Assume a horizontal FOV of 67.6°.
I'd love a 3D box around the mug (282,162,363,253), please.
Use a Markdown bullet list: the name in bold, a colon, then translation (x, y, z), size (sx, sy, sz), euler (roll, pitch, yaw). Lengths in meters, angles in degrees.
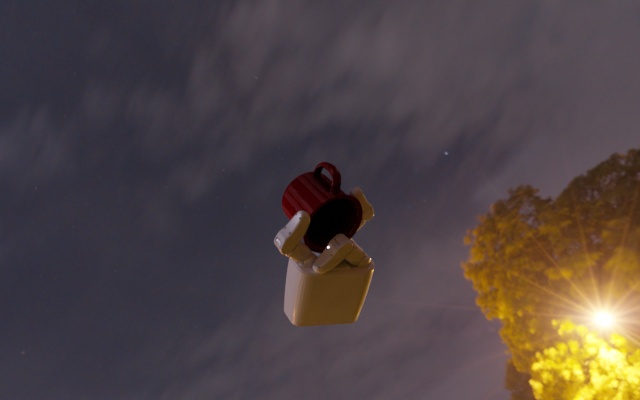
- **mug**: translation (0.000, 0.001, 0.658), size (0.093, 0.117, 0.081), euler (-9, 36, -30)
